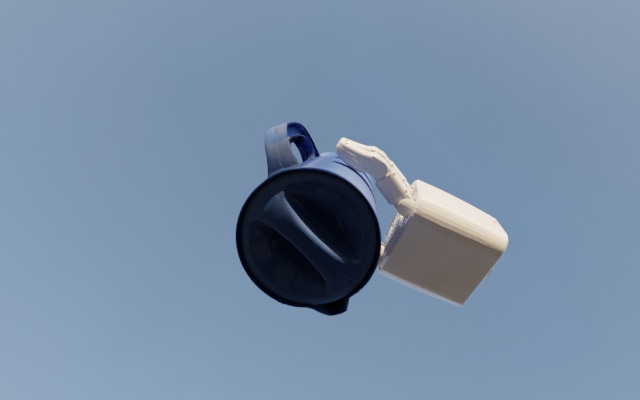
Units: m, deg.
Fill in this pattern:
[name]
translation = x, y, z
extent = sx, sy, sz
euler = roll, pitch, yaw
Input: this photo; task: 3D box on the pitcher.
[pitcher]
translation = 0.000, 0.002, 0.536
extent = 0.145, 0.149, 0.242
euler = 25, 15, 1
